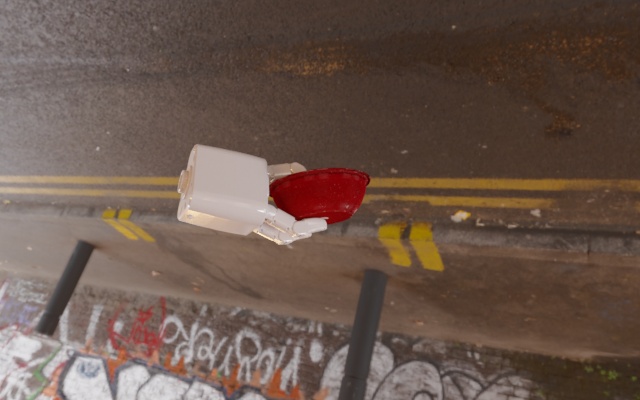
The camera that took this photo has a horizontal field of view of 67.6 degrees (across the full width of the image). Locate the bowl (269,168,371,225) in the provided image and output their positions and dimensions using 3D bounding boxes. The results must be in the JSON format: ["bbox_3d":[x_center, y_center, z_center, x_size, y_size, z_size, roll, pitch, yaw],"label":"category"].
[{"bbox_3d":[0.001,0.003,0.730,0.162,0.055,0.162,-7,-15,-2],"label":"bowl"}]
